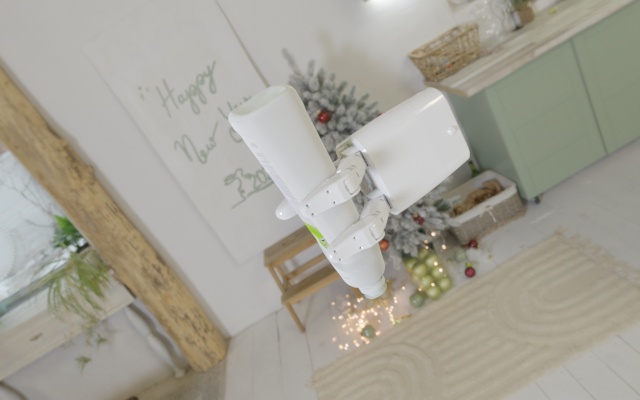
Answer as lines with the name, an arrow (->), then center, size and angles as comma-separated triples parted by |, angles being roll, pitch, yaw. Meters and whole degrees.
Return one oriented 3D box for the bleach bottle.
bleach bottle -> 0.000, 0.002, 0.512 | 0.068, 0.251, 0.102 | -34, 22, -8
